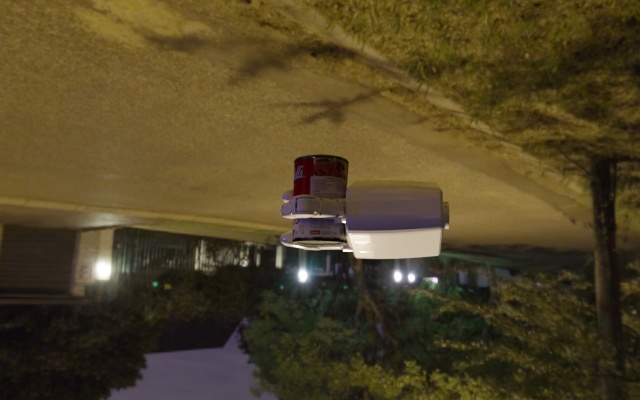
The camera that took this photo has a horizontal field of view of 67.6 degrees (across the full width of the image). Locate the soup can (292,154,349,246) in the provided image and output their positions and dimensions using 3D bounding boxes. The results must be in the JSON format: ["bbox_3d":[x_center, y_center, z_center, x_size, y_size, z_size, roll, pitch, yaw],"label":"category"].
[{"bbox_3d":[0.000,0.002,0.583,0.068,0.102,0.068,1,-10,0],"label":"soup can"}]
